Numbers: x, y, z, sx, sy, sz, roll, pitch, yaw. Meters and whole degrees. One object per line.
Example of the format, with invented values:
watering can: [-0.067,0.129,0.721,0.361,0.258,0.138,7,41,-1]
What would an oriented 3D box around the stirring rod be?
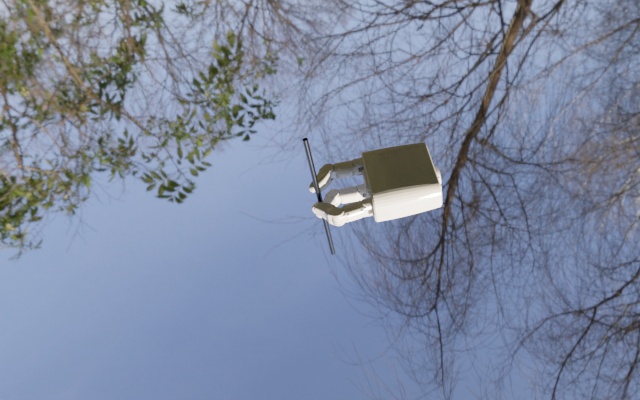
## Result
stirring rod: [0.000,0.002,0.758,0.011,0.240,0.011,-8,40,7]
